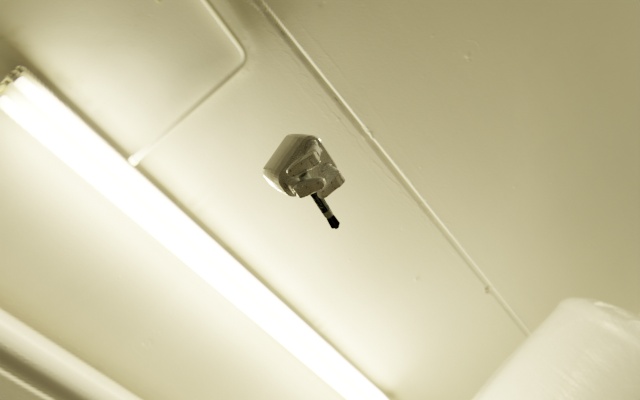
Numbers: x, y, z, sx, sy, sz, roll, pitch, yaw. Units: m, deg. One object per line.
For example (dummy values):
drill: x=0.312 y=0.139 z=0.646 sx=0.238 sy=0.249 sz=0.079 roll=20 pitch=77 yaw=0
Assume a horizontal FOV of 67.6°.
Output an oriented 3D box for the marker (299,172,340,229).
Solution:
marker: x=0.000 y=0.003 z=0.835 sx=0.020 sy=0.121 sz=0.020 roll=-27 pitch=25 yaw=13
